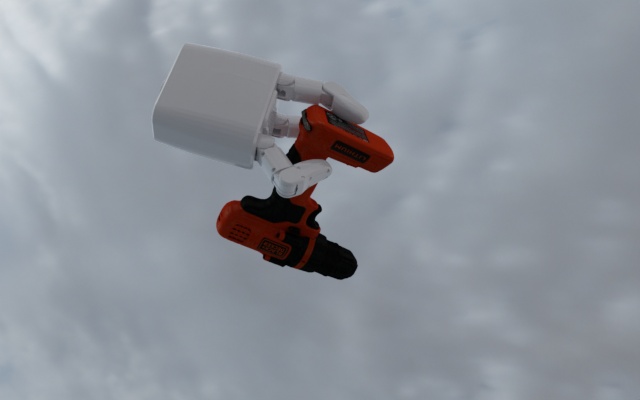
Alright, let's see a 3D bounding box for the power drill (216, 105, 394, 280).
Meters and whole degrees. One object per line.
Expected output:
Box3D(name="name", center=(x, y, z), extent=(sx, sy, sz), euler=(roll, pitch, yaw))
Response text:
Box3D(name="power drill", center=(0.000, 0.001, 0.540), extent=(0.184, 0.188, 0.057), euler=(23, 25, -23))
